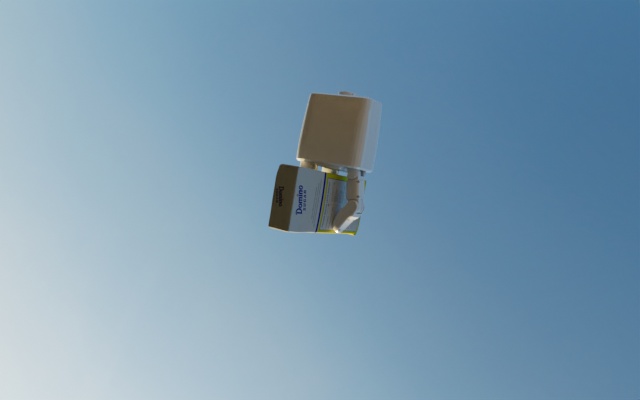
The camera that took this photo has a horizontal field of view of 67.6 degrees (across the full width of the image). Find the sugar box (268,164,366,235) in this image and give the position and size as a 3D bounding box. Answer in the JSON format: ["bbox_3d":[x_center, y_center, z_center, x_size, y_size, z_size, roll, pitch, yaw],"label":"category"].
[{"bbox_3d":[0.000,0.002,0.724,0.048,0.093,0.176,11,1,40],"label":"sugar box"}]
